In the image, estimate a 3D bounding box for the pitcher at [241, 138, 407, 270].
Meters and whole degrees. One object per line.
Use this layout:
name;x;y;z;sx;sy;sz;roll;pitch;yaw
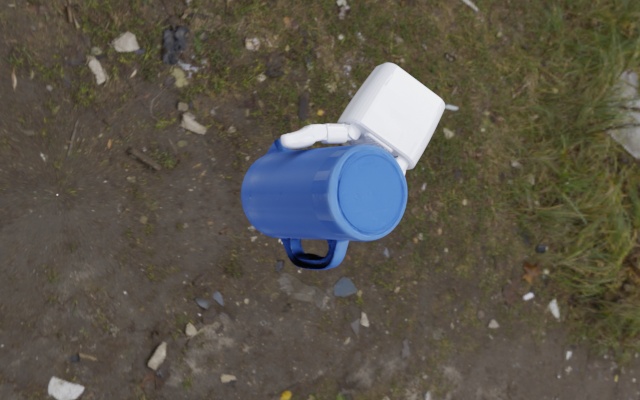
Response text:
pitcher;0.000;0.002;0.627;0.149;0.145;0.243;42;-19;-23
